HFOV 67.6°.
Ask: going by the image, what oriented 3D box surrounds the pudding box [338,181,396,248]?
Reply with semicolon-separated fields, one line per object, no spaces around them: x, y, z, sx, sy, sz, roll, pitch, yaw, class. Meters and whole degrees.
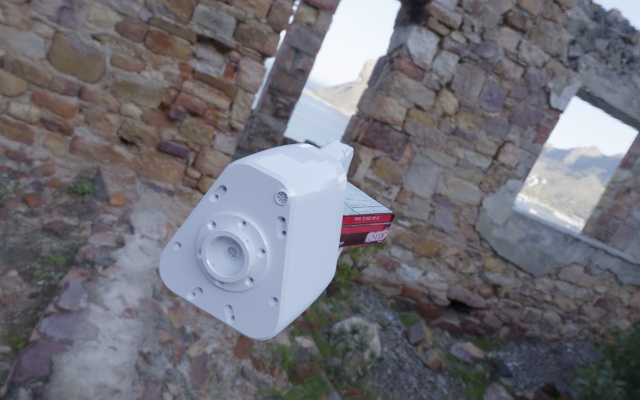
0.000;0.001;0.449;0.090;0.039;0.113;1;29;-46;pudding box
